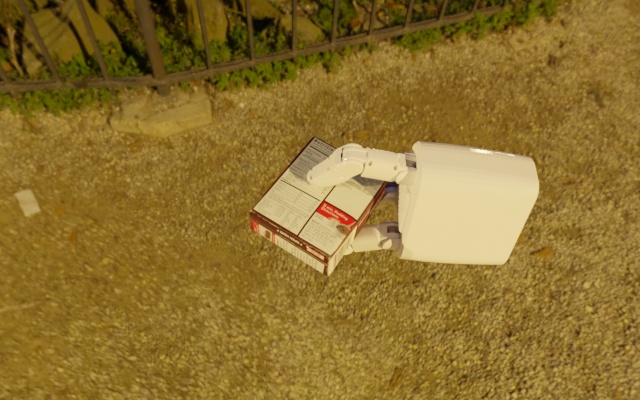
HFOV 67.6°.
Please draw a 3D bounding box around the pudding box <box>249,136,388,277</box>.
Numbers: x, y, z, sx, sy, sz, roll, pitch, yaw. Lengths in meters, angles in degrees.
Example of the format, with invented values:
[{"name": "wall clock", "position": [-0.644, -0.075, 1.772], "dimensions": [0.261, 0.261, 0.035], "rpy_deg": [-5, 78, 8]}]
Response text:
[{"name": "pudding box", "position": [0.000, 0.001, 0.458], "dimensions": [0.090, 0.113, 0.039], "rpy_deg": [30, -32, 14]}]
